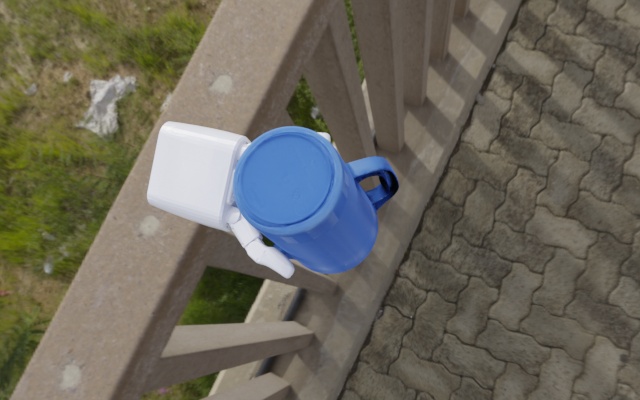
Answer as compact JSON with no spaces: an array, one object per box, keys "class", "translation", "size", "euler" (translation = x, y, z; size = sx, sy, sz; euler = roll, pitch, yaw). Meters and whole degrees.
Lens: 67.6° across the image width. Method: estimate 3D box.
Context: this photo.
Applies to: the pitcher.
[{"class":"pitcher","translation":[0.000,0.002,0.551],"size":[0.145,0.149,0.243],"euler":[17,-10,15]}]
